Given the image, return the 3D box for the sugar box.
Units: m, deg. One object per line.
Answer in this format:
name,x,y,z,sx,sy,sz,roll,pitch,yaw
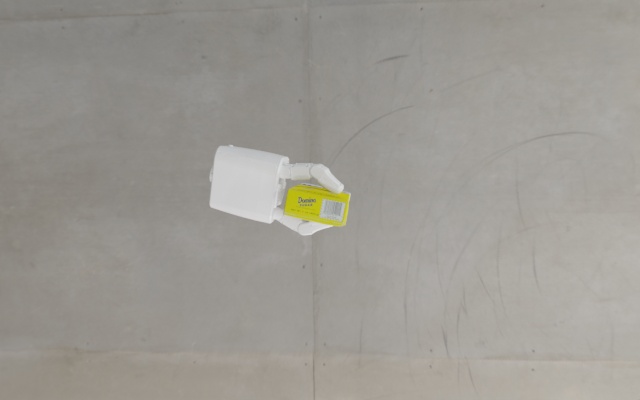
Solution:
sugar box,0.000,0.002,0.775,0.093,0.048,0.176,12,8,2
